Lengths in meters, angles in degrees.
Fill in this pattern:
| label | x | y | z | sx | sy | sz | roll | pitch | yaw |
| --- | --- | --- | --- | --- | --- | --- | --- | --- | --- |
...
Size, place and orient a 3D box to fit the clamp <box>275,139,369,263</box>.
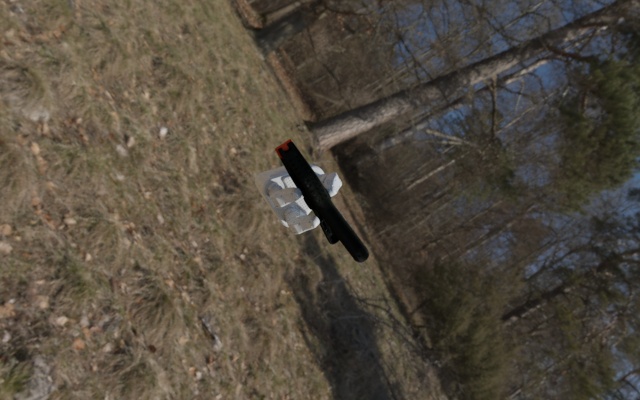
| label | x | y | z | sx | sy | sz | roll | pitch | yaw |
| --- | --- | --- | --- | --- | --- | --- | --- | --- | --- |
| clamp | 0.000 | 0.001 | 0.739 | 0.036 | 0.210 | 0.164 | -34 | 19 | -10 |
